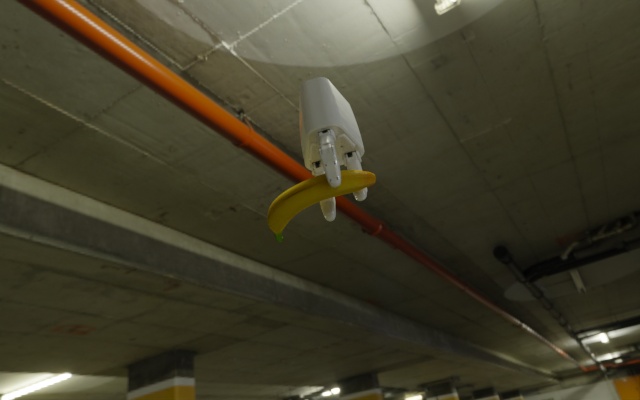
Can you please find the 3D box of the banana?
[{"bbox_3d":[-0.014,-0.003,0.711,0.198,0.037,0.070,-31,-38,27],"label":"banana"}]
